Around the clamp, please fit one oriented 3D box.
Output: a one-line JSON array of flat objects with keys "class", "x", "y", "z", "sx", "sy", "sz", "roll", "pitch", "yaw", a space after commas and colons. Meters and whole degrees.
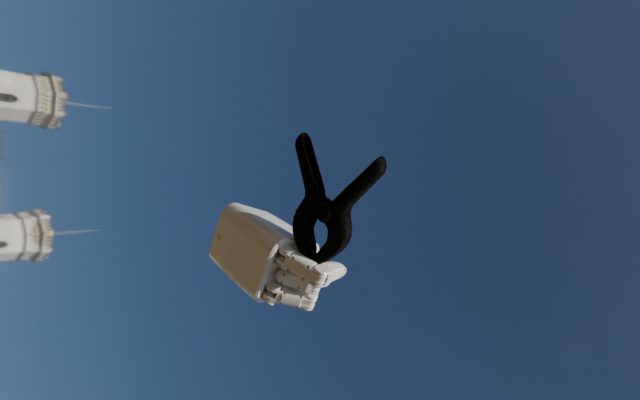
[{"class": "clamp", "x": 0.000, "y": 0.002, "z": 0.592, "sx": 0.120, "sy": 0.171, "sz": 0.039, "roll": 31, "pitch": 19, "yaw": 27}]
